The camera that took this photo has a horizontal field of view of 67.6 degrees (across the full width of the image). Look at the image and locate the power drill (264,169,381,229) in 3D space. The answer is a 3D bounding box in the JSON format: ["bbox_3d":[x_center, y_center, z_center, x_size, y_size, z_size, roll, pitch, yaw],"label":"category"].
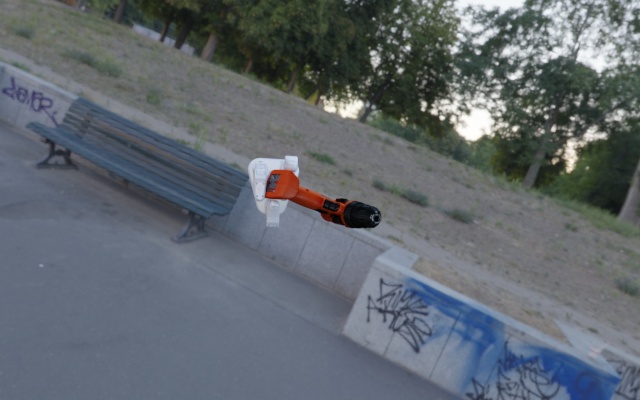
[{"bbox_3d":[0.000,0.003,0.880,0.188,0.057,0.184,24,-10,-26],"label":"power drill"}]
